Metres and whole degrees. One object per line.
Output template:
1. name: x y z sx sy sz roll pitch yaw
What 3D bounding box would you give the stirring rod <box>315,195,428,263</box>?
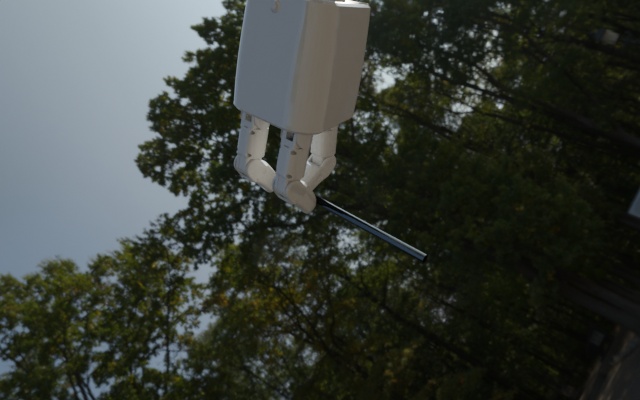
1. stirring rod: 0.000 0.002 0.469 0.239 0.011 0.011 28 16 33
